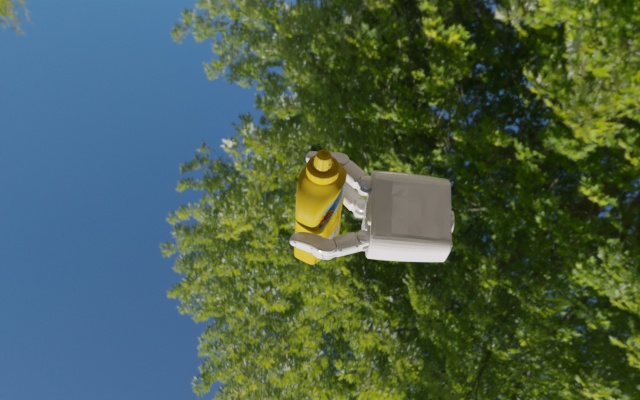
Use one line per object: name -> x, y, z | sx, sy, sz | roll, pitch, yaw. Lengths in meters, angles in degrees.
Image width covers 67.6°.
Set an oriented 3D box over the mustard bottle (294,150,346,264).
mustard bottle -> 0.000, 0.002, 0.643 | 0.058, 0.096, 0.192 | 25, -34, 13
